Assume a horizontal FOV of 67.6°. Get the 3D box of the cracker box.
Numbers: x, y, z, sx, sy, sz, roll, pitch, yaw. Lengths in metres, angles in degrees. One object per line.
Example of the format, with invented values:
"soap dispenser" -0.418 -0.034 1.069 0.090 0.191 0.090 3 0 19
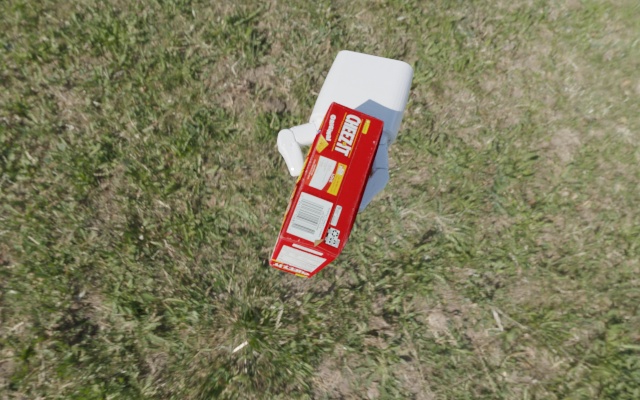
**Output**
"cracker box" 0.000 0.002 0.594 0.072 0.164 0.214 21 -17 -3
